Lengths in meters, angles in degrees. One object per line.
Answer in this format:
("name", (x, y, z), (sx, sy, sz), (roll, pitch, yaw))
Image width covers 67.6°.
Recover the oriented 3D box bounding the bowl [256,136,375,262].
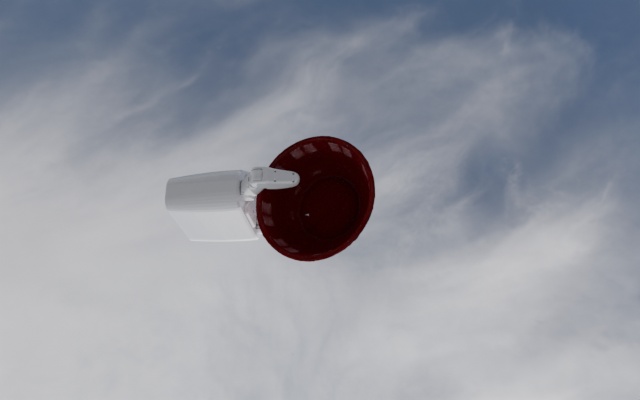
("bowl", (0.001, 0.002, 0.610), (0.162, 0.162, 0.055), (0, -16, 25))
